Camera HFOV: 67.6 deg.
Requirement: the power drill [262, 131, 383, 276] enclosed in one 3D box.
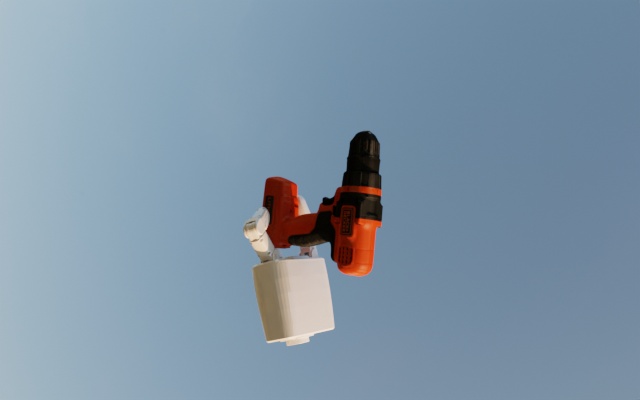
[{"bbox_3d":[0.000,0.002,0.651,0.187,0.184,0.057,0,-8,44],"label":"power drill"}]
